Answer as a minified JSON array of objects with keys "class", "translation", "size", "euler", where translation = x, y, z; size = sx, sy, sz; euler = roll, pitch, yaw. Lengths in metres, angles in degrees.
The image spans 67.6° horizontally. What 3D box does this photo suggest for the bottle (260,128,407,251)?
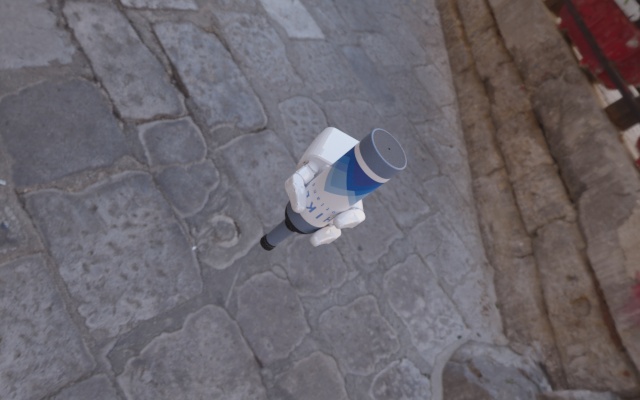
[{"class":"bottle","translation":[0.000,0.002,0.728],"size":[0.069,0.069,0.296],"euler":[0,-29,-46]}]
